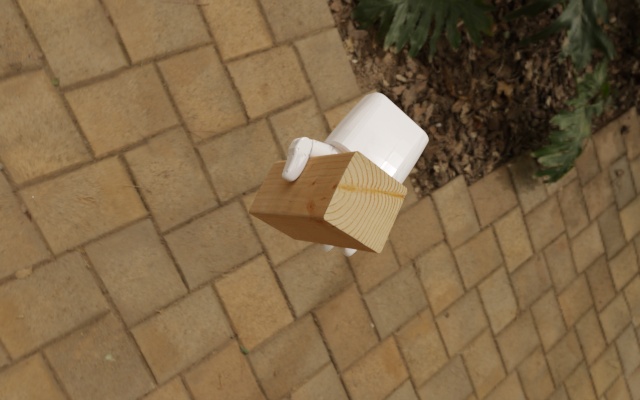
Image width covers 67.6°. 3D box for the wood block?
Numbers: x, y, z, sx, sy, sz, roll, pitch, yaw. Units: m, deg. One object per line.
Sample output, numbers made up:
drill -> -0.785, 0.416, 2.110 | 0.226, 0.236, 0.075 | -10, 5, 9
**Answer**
wood block -> 0.000, 0.002, 0.626 | 0.091, 0.090, 0.206 | 34, -17, -27
